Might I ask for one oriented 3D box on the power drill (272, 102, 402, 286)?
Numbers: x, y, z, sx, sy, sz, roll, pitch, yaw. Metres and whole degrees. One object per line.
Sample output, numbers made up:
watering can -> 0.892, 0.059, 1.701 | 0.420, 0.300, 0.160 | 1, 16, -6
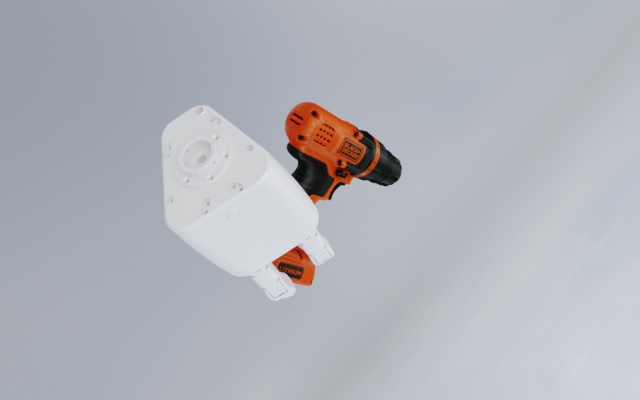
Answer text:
power drill -> 0.000, 0.002, 0.536 | 0.184, 0.187, 0.057 | 23, 9, -45
